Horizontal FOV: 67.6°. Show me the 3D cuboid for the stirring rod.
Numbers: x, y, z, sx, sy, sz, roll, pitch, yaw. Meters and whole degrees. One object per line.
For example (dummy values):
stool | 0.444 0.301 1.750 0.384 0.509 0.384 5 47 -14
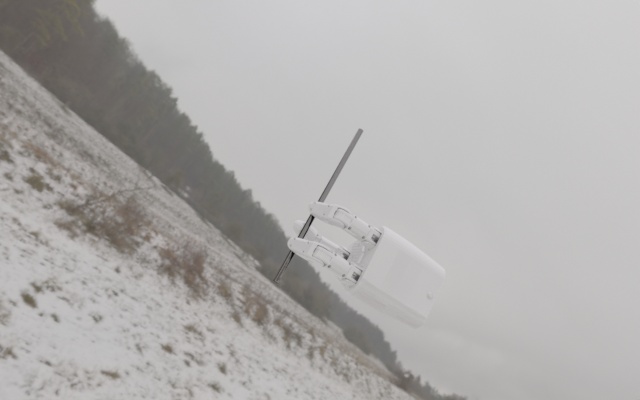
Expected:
stirring rod | 0.000 0.002 0.635 0.011 0.239 0.011 27 -16 9
